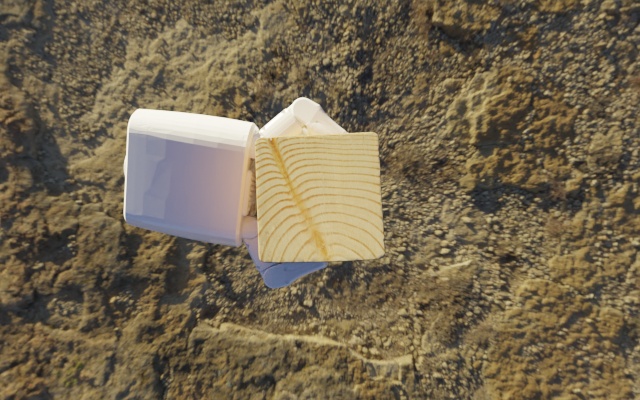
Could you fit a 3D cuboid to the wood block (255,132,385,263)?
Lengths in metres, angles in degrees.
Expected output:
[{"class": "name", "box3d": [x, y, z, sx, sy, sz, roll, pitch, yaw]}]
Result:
[{"class": "wood block", "box3d": [0.000, 0.002, 0.435, 0.090, 0.091, 0.206, -2, -1, 0]}]
